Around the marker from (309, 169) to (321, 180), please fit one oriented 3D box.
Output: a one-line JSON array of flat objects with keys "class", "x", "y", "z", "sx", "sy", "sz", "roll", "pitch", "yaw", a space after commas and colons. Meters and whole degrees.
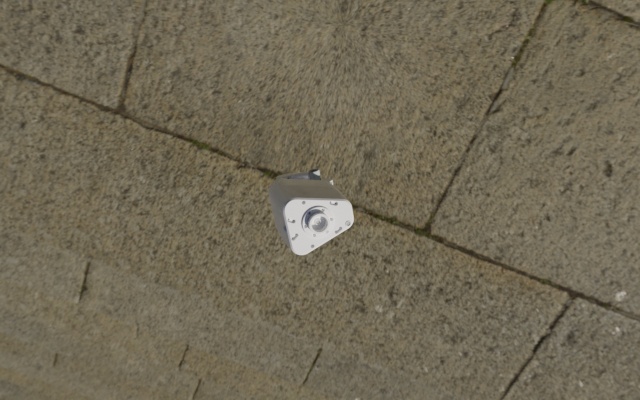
[{"class": "marker", "x": 0.000, "y": 0.003, "z": 0.857, "sx": 0.020, "sy": 0.121, "sz": 0.020, "roll": -11, "pitch": 20, "yaw": 4}]
